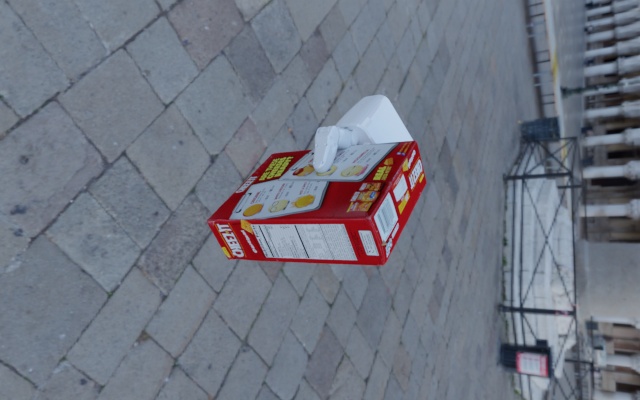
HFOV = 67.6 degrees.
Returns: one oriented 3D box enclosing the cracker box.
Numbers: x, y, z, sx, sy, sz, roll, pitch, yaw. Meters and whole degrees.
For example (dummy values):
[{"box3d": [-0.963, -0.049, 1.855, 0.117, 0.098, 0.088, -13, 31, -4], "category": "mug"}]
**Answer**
[{"box3d": [0.000, 0.002, 0.574, 0.213, 0.072, 0.164, -3, 32, 31], "category": "cracker box"}]
